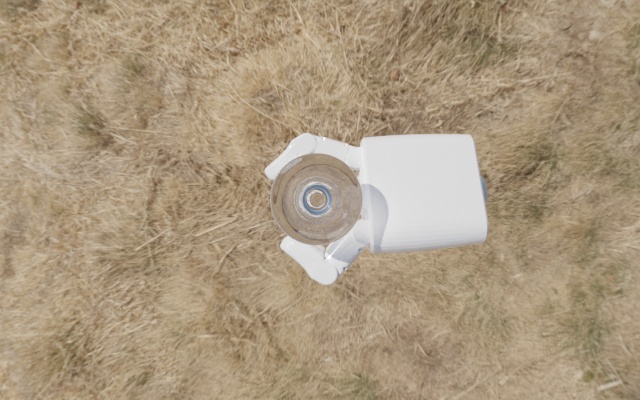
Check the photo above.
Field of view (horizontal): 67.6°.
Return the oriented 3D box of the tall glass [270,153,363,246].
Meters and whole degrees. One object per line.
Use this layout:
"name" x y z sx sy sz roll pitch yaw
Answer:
"tall glass" 0.000 0.001 0.479 0.079 0.079 0.201 0 -2 2
